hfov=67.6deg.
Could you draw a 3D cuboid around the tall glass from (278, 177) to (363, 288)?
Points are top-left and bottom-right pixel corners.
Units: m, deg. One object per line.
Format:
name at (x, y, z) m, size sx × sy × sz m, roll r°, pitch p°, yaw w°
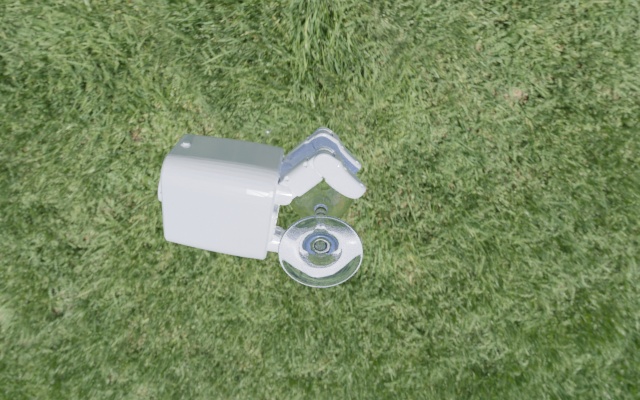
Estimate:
tall glass at (0.000, 0.002, 0.503) m, size 0.079 × 0.079 × 0.201 m, roll 0°, pitch 26°, yaw 0°
